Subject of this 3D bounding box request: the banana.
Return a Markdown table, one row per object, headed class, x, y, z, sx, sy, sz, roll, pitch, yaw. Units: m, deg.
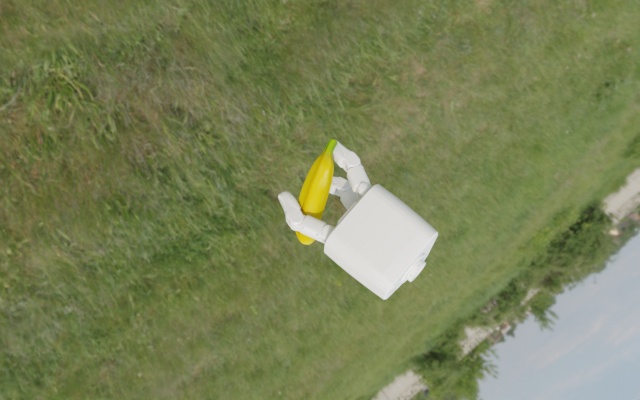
| class | x | y | z | sx | sy | sz | roll | pitch | yaw |
| --- | --- | --- | --- | --- | --- | --- | --- | --- | --- |
| banana | -0.009 | 0.009 | 0.694 | 0.037 | 0.198 | 0.069 | 30 | 42 | 16 |
